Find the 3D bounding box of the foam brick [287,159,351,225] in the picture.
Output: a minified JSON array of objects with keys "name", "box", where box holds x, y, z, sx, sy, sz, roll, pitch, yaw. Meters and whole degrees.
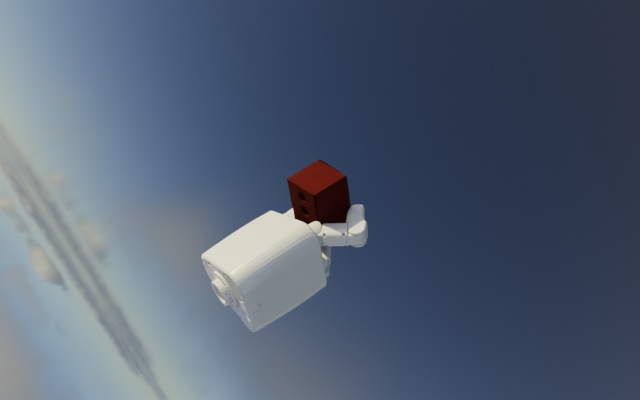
[{"name":"foam brick","box":[0.000,0.002,0.575,0.051,0.078,0.053,-30,42,-25]}]
